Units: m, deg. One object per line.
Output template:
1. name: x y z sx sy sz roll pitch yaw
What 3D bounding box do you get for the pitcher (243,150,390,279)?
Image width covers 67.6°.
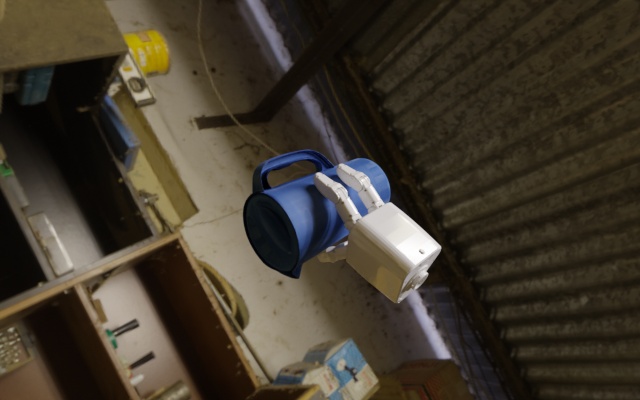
1. pitcher: 0.000 0.003 0.789 0.242 0.149 0.145 -26 55 -39
